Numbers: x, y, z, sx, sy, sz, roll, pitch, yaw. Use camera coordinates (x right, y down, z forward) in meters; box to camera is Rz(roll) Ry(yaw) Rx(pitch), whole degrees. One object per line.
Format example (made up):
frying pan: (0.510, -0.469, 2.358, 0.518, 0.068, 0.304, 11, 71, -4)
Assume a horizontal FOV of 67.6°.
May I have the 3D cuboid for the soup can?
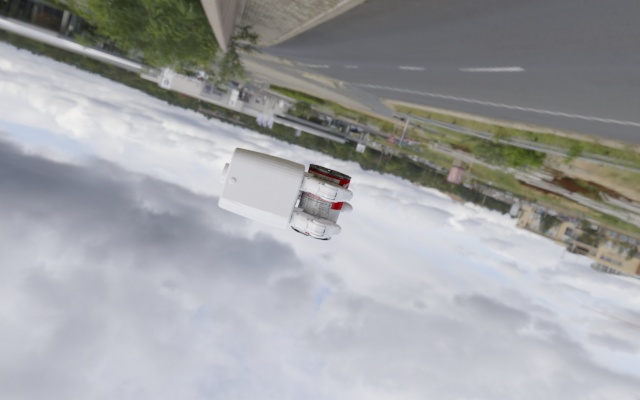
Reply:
soup can: (0.000, 0.003, 0.732, 0.068, 0.102, 0.068, 18, 8, -3)
